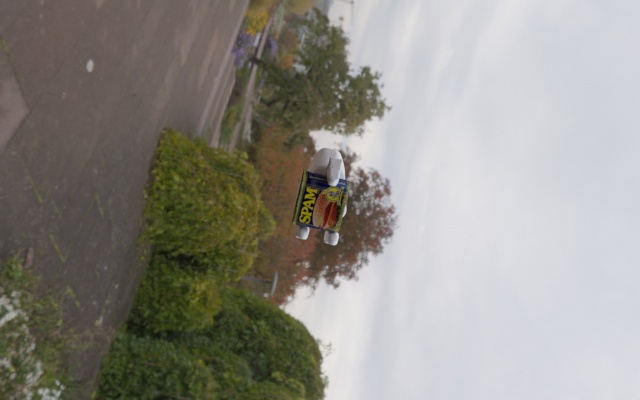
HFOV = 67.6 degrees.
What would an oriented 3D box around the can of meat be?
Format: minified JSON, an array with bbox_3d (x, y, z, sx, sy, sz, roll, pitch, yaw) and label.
[{"bbox_3d":[0.000,0.003,0.852,0.084,0.102,0.057,12,23,-5],"label":"can of meat"}]
